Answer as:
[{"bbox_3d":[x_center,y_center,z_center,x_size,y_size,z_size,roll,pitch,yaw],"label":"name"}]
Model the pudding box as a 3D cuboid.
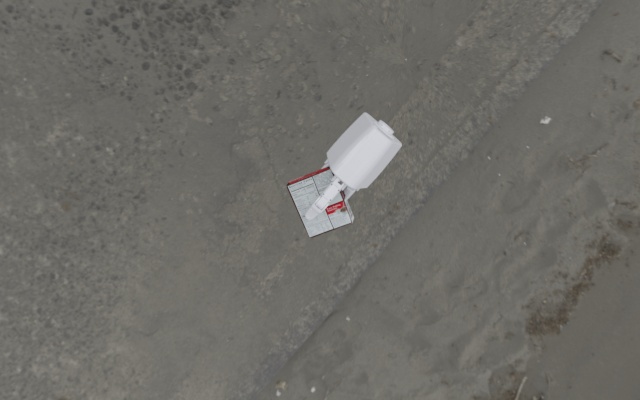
[{"bbox_3d":[0.000,0.003,0.875,0.090,0.113,0.039,-20,10,11],"label":"pudding box"}]
